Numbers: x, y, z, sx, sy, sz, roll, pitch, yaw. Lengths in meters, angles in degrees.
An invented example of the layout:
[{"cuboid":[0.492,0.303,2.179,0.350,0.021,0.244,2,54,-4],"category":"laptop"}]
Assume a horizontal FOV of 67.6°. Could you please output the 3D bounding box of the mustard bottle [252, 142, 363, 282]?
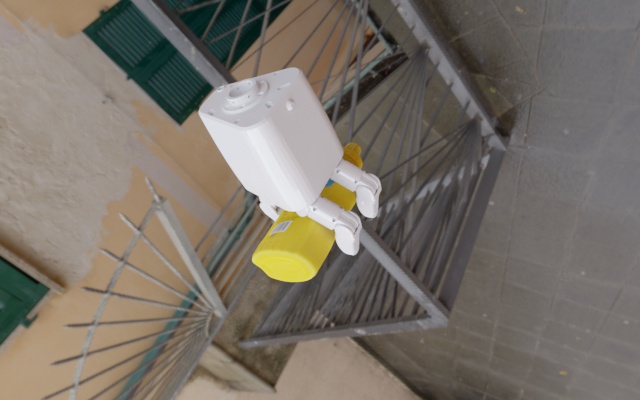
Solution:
[{"cuboid":[0.000,0.002,0.556,0.058,0.191,0.096,44,-33,-20],"category":"mustard bottle"}]
